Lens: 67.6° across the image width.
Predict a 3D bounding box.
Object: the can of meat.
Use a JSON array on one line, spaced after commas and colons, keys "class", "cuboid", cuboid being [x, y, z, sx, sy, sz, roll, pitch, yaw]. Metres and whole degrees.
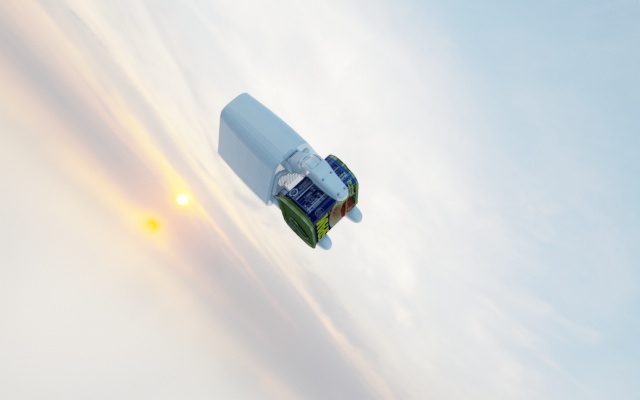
[{"class": "can of meat", "cuboid": [0.000, 0.002, 0.583, 0.057, 0.084, 0.102, 42, -15, 17]}]
